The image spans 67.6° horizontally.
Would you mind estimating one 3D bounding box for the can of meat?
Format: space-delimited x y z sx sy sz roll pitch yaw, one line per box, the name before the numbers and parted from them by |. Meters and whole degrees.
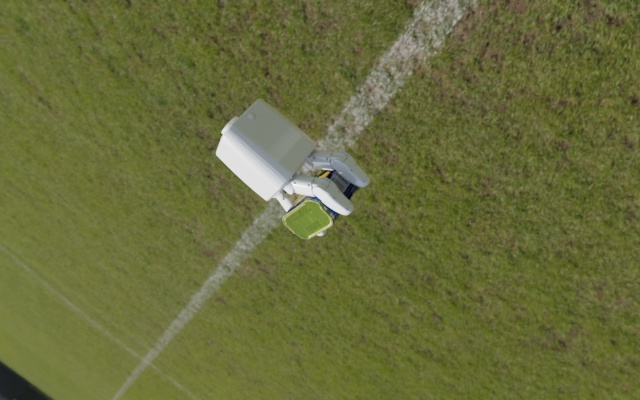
can of meat | 0.000 0.003 0.692 0.102 0.057 0.084 -35 15 52
